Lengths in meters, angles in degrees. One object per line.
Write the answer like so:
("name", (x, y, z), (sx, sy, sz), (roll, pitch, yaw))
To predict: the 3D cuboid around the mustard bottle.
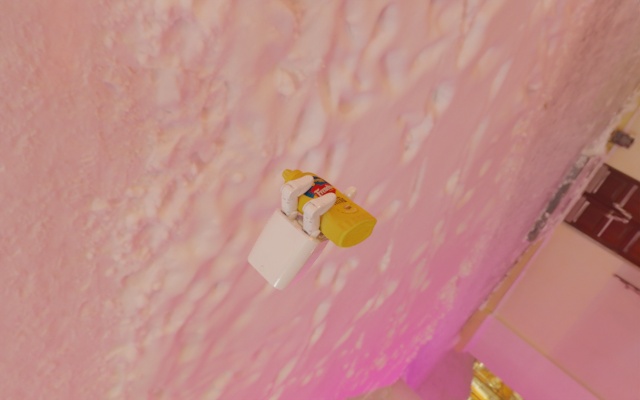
("mustard bottle", (0.000, 0.003, 0.828), (0.191, 0.058, 0.096), (39, 35, 29))
